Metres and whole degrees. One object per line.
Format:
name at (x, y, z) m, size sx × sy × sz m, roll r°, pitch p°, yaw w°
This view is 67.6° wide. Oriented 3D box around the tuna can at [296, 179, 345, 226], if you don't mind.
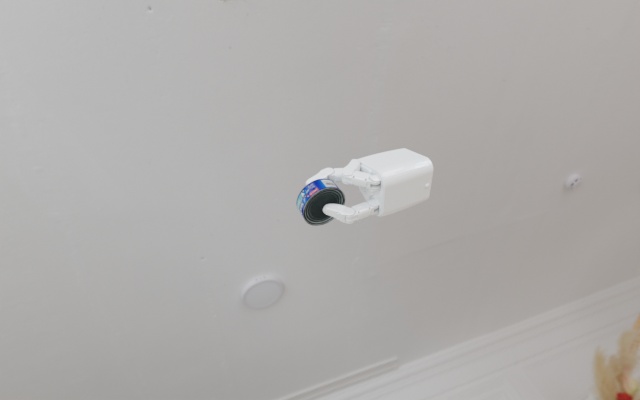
tuna can at (0.000, 0.003, 0.871) m, size 0.086 × 0.086 × 0.033 m, roll 0°, pitch 36°, yaw -35°
